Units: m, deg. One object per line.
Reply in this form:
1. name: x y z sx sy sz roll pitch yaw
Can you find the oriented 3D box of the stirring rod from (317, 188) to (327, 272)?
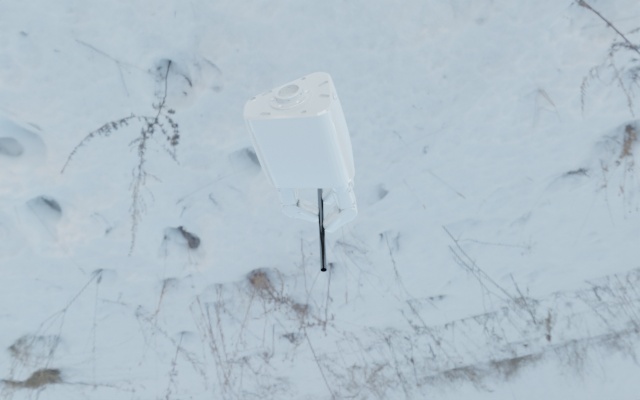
1. stirring rod: 0.000 0.002 0.669 0.011 0.011 0.239 0 43 -3
